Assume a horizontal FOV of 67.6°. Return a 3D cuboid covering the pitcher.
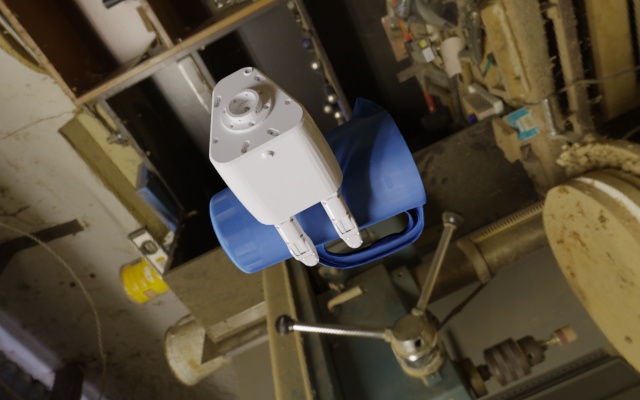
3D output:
[{"bbox_3d":[0.000,0.002,0.583,0.243,0.149,0.145,-26,-35,4],"label":"pitcher"}]
